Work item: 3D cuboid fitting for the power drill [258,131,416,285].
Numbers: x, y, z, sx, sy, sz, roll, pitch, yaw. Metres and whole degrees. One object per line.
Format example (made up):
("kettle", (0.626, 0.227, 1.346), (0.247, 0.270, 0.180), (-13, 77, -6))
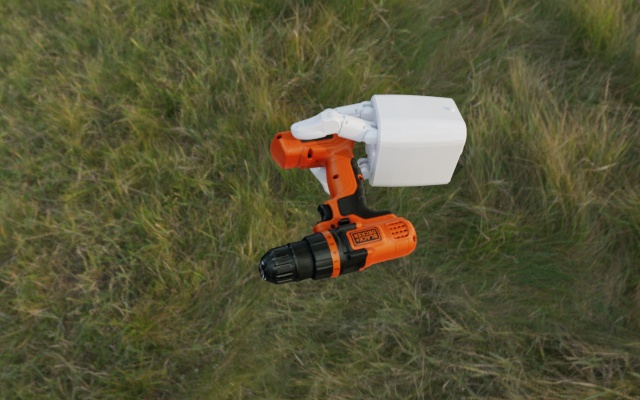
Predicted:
("power drill", (0.000, 0.001, 0.567), (0.184, 0.187, 0.057), (-10, -28, -19))
